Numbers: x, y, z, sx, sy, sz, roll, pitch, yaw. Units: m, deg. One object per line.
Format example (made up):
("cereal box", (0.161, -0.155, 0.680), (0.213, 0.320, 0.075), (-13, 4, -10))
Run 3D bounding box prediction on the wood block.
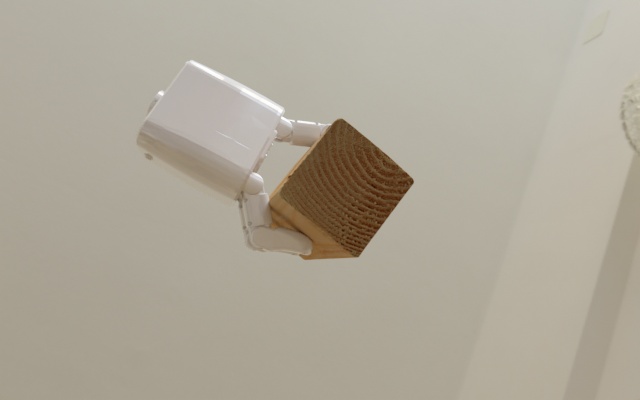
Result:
("wood block", (0.000, 0.001, 0.502), (0.090, 0.091, 0.206), (39, -14, -6))
